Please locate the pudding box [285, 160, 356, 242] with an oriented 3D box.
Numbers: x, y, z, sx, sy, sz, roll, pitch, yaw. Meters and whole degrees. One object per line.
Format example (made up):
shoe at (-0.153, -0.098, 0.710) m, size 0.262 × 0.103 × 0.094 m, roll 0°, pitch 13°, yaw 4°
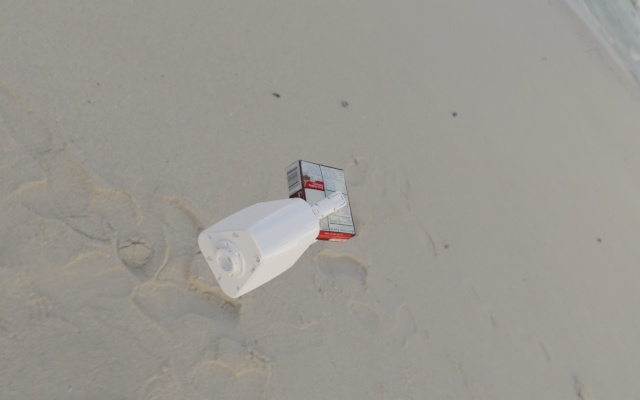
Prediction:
pudding box at (0.000, 0.002, 0.702) m, size 0.090 × 0.113 × 0.039 m, roll 10°, pitch -27°, yaw -40°
